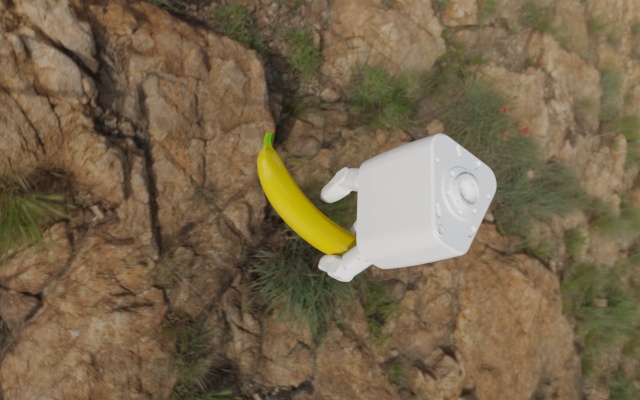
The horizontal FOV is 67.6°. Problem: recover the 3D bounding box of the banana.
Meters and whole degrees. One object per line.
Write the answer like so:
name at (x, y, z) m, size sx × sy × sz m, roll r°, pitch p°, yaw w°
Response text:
banana at (-0.013, 0.010, 0.556) m, size 0.069 × 0.198 × 0.037 m, roll -46°, pitch 12°, yaw -34°
